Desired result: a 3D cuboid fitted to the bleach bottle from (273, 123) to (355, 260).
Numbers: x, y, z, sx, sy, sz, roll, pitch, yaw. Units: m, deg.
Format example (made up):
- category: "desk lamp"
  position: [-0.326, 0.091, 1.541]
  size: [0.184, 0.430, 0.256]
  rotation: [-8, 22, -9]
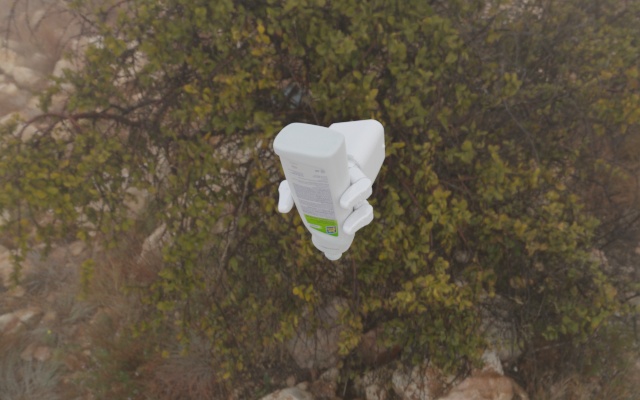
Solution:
- category: "bleach bottle"
  position: [0.000, 0.002, 0.751]
  size: [0.102, 0.251, 0.068]
  rotation: [14, 49, 23]
